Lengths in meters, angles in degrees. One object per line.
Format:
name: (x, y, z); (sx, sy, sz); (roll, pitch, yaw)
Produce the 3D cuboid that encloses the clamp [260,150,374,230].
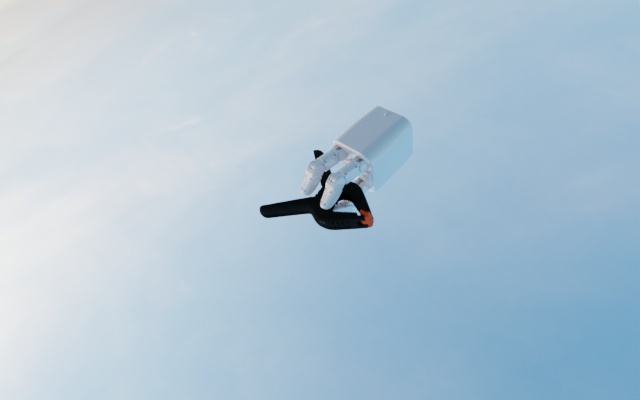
clamp: (0.001, 0.003, 0.812); (0.210, 0.164, 0.036); (35, -17, 43)
